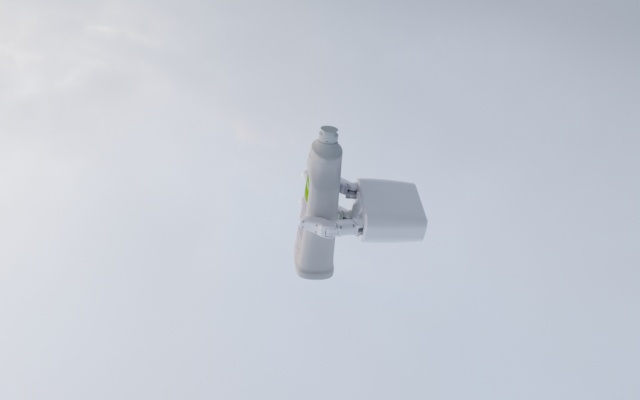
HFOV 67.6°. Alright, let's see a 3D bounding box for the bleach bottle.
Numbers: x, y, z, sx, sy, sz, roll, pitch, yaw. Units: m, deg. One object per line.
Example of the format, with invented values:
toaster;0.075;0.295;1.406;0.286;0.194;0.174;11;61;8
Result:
bleach bottle;0.000;0.003;0.789;0.068;0.251;0.102;2;29;-11
